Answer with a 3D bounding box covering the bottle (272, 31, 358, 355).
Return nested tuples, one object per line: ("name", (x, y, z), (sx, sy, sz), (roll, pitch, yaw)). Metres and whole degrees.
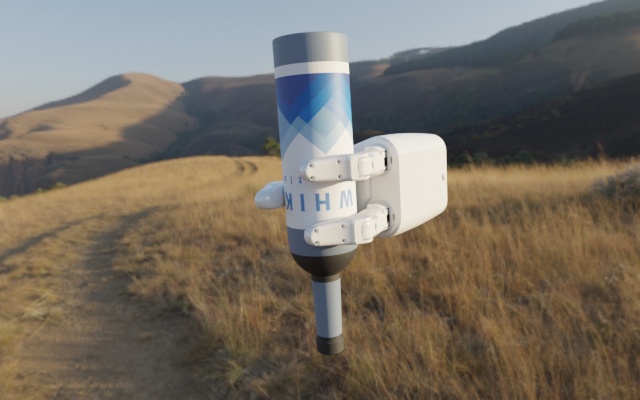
("bottle", (0.000, 0.001, 0.447), (0.069, 0.296, 0.069), (-4, 9, 1))
